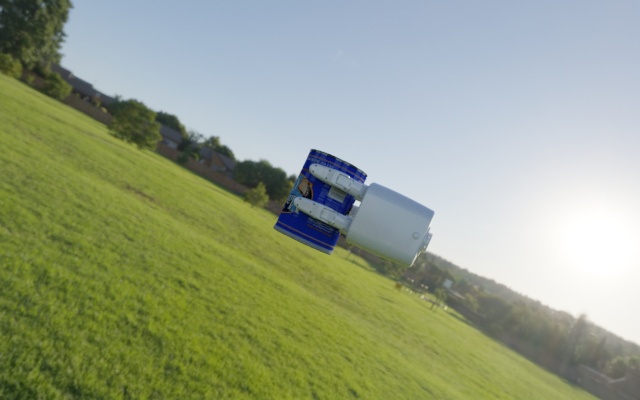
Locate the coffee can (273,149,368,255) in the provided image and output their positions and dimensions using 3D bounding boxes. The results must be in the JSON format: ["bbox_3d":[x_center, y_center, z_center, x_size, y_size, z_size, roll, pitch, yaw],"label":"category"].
[{"bbox_3d":[0.000,0.003,0.764,0.103,0.140,0.103,25,-3,1],"label":"coffee can"}]
